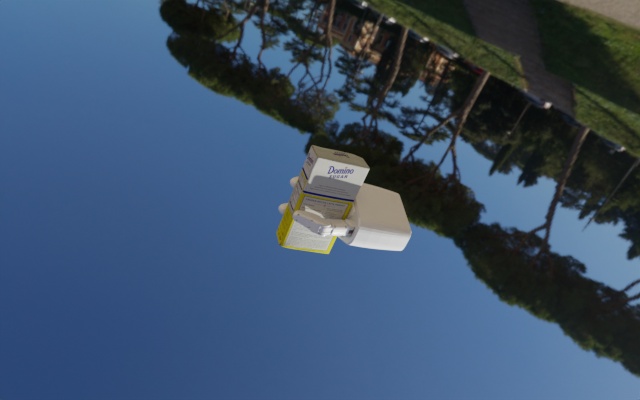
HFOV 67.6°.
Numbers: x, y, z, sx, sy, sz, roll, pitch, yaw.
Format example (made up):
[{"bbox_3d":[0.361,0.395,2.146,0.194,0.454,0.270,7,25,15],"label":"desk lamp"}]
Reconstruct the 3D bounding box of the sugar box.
[{"bbox_3d":[0.000,0.002,0.773,0.093,0.176,0.048,11,28,-24],"label":"sugar box"}]
